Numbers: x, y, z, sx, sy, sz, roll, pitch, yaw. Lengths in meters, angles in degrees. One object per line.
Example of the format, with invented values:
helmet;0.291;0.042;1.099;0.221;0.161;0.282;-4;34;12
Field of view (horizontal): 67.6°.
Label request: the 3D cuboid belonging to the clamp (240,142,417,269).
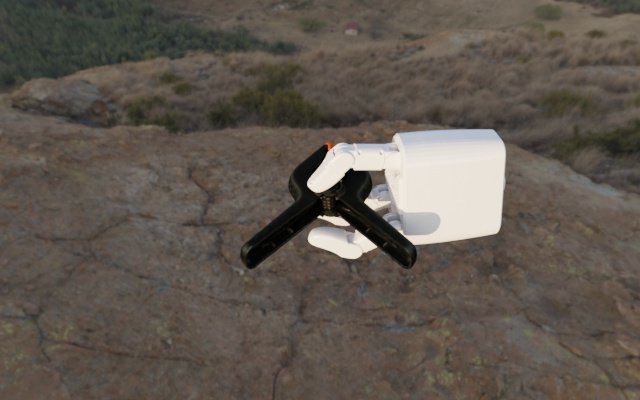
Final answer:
clamp;0.000;0.001;0.515;0.164;0.036;0.209;-4;36;-3
